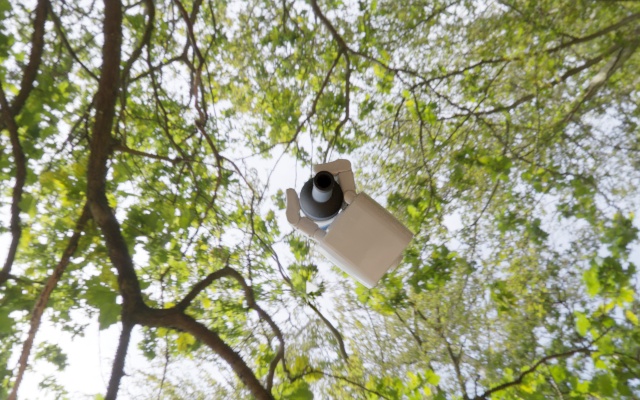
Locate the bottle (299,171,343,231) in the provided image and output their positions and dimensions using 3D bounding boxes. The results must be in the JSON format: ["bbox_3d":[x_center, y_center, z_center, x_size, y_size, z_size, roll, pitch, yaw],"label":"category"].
[{"bbox_3d":[0.000,0.002,0.754,0.069,0.069,0.296,0,-11,-2],"label":"bottle"}]
